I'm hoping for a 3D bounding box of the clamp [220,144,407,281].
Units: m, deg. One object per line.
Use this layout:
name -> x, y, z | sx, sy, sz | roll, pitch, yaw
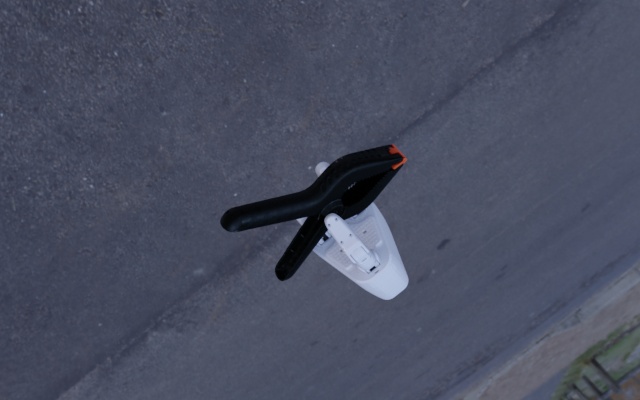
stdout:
clamp -> 0.001, 0.002, 0.527 | 0.210, 0.036, 0.165 | -38, -32, 4
